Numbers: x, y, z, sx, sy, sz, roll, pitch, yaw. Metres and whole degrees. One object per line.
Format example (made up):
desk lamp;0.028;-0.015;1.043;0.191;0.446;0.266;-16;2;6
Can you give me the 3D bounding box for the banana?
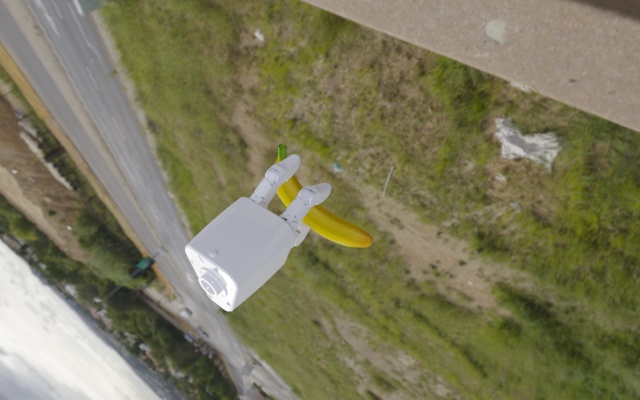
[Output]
banana;-0.010;0.009;0.707;0.037;0.198;0.070;-41;-6;-39
